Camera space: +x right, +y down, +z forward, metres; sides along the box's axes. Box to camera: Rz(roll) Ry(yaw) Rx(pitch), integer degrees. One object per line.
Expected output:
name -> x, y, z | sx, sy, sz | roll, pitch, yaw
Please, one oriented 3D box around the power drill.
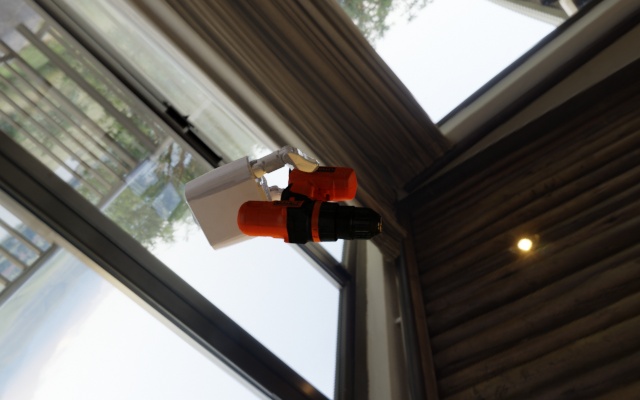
power drill -> 0.000, 0.002, 0.659 | 0.184, 0.057, 0.187 | 4, 19, 12
